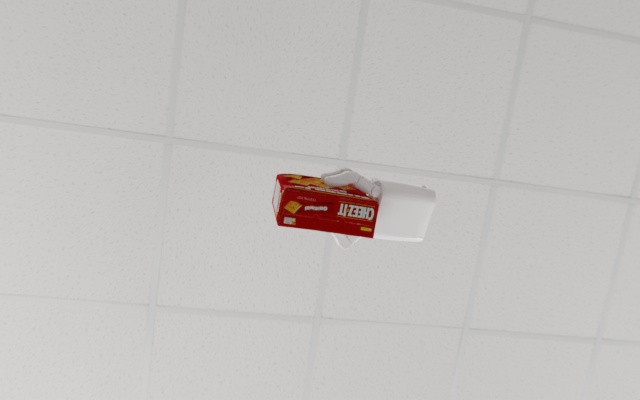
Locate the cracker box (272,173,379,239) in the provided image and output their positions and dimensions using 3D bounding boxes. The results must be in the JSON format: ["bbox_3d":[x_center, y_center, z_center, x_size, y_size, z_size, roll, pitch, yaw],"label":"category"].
[{"bbox_3d":[0.000,0.003,0.875,0.164,0.072,0.213,8,8,-9],"label":"cracker box"}]
